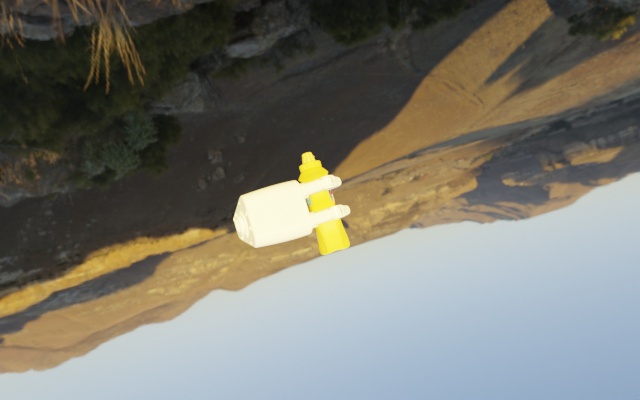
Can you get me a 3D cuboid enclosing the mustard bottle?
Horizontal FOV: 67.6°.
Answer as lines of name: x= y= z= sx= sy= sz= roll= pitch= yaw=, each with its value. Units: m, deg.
mustard bottle: x=0.001 y=0.003 z=0.895 sx=0.058 sy=0.191 sz=0.096 roll=-17 pitch=-4 yaw=0
